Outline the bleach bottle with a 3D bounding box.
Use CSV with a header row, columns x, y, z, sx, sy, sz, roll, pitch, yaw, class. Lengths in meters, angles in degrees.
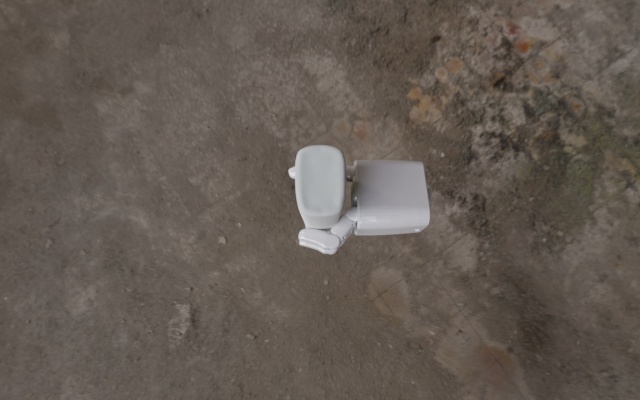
x,y,z,sx,sy,sz,roll,pitch,yaw,class
0.000,0.003,0.744,0.068,0.102,0.251,-1,-13,0,bleach bottle
